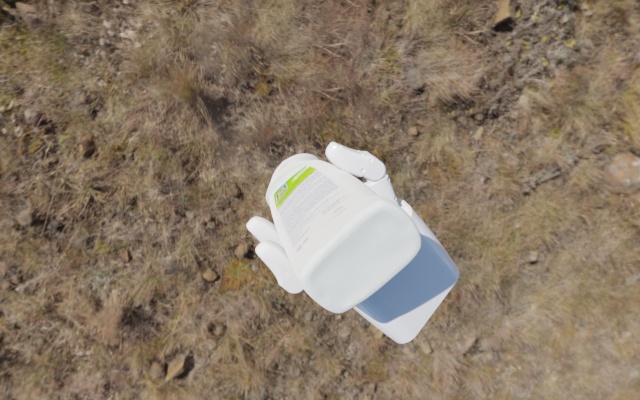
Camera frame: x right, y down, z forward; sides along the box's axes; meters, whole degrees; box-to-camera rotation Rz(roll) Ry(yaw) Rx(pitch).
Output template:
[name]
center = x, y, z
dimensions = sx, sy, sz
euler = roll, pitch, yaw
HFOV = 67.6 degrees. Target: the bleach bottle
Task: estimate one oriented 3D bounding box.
[bleach bottle]
center = 0.000, 0.002, 0.474
dimensions = 0.068, 0.102, 0.250
euler = 47, 4, -26
